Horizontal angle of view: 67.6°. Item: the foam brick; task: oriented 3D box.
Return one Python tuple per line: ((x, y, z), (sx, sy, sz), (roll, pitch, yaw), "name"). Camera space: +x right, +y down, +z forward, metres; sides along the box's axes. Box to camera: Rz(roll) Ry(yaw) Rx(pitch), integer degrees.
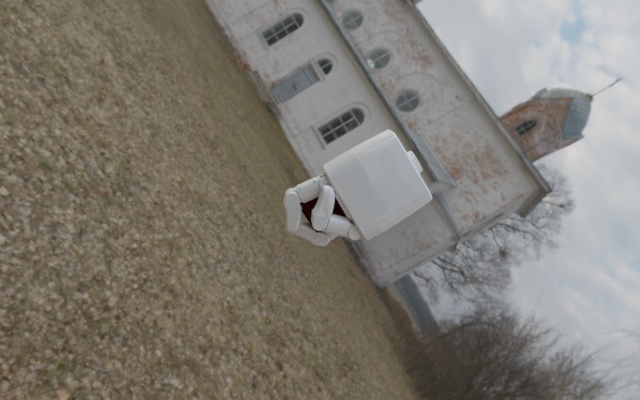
((0.000, 0.002, 0.700), (0.051, 0.053, 0.078), (-32, 19, 5), "foam brick")
